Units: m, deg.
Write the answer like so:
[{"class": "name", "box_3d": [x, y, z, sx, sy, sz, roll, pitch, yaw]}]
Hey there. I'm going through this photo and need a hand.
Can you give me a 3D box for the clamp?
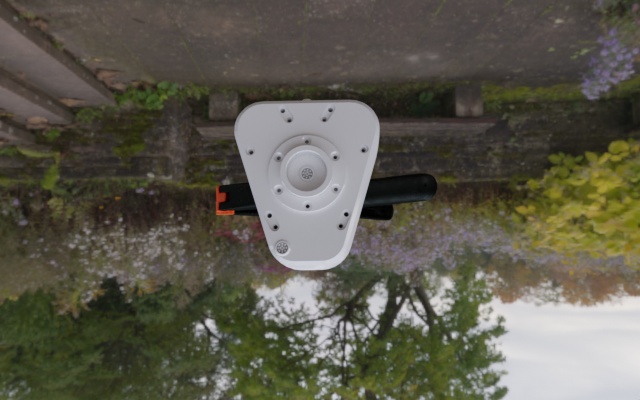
[{"class": "clamp", "box_3d": [0.000, 0.002, 0.500, 0.210, 0.036, 0.164, -1, -11, 1]}]
